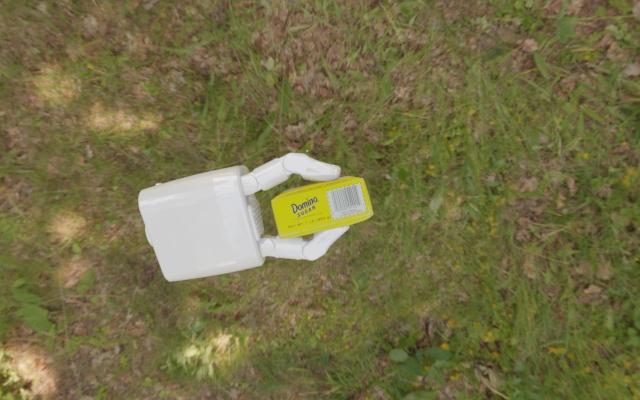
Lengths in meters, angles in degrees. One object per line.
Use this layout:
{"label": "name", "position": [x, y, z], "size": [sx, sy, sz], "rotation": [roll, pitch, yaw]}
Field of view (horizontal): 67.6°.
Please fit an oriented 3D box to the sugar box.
{"label": "sugar box", "position": [0.000, 0.001, 0.535], "size": [0.093, 0.048, 0.176], "rotation": [-13, 6, -1]}
